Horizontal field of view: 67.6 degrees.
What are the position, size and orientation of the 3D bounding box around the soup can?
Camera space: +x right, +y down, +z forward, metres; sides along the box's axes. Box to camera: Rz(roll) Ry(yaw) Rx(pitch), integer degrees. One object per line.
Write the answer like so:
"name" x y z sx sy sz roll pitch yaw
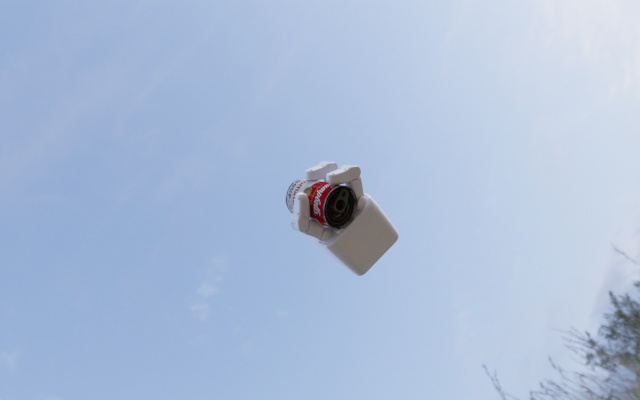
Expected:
"soup can" 0.000 0.002 0.761 0.068 0.068 0.102 0 9 -39
